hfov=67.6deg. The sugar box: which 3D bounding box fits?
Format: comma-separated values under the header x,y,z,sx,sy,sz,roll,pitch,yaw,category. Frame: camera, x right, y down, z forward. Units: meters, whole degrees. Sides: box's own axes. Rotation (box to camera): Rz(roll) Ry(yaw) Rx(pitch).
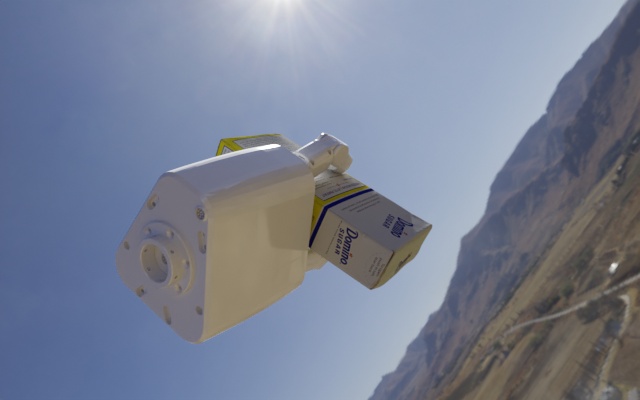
x,y,z,sx,sy,sz,roll,pitch,yaw,category
0.000,0.002,0.414,0.176,0.048,0.093,35,26,21,sugar box
